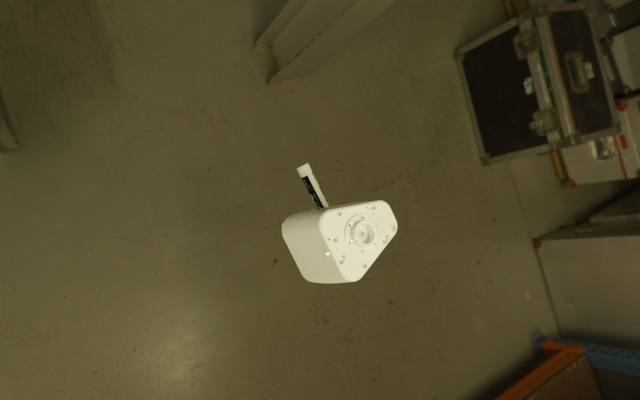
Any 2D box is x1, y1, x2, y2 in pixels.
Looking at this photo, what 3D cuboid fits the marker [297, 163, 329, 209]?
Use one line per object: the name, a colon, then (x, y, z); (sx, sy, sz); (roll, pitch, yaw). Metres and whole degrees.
marker: (0.000, 0.002, 0.709); (0.020, 0.121, 0.020); (-26, 7, 3)
